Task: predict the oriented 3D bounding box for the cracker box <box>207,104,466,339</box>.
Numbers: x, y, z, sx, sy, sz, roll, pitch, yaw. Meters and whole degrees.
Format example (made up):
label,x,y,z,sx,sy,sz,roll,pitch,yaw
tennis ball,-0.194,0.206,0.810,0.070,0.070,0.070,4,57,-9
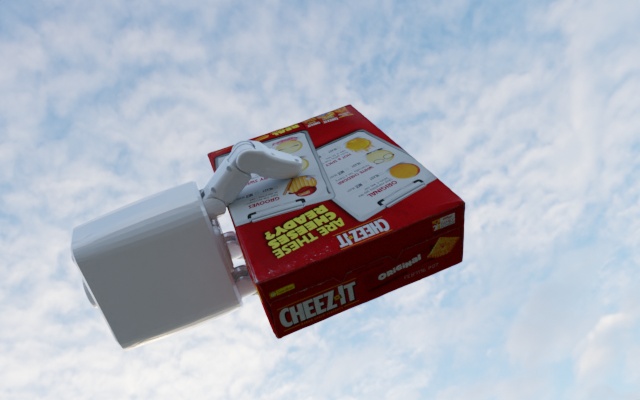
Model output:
label,x,y,z,sx,sy,sz,roll,pitch,yaw
cracker box,0.000,0.001,0.433,0.164,0.072,0.213,-21,36,-11
